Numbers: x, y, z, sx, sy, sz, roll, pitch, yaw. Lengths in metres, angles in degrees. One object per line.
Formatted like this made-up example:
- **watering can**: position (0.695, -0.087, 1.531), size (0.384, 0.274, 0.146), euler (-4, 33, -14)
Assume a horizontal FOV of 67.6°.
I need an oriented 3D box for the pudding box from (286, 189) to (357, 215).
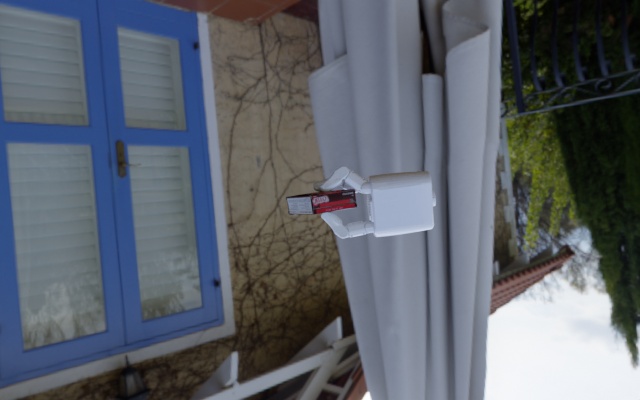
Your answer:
- **pudding box**: position (0.000, 0.003, 0.867), size (0.090, 0.039, 0.113), euler (-8, 0, -27)
